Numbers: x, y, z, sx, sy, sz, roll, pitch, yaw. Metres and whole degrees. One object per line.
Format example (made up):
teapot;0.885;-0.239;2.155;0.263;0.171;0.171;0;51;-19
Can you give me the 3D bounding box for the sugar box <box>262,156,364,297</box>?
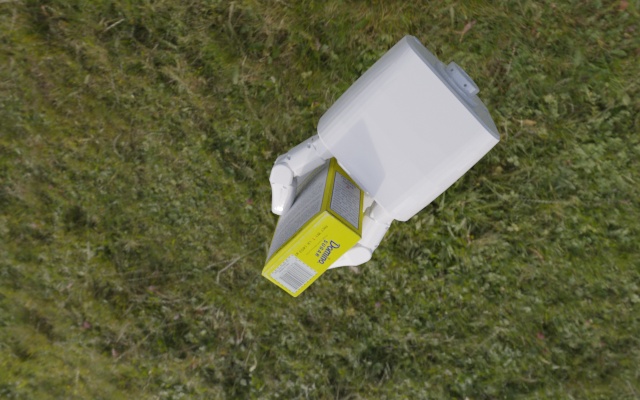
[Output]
sugar box;0.001;0.002;0.469;0.048;0.093;0.176;39;29;-13
